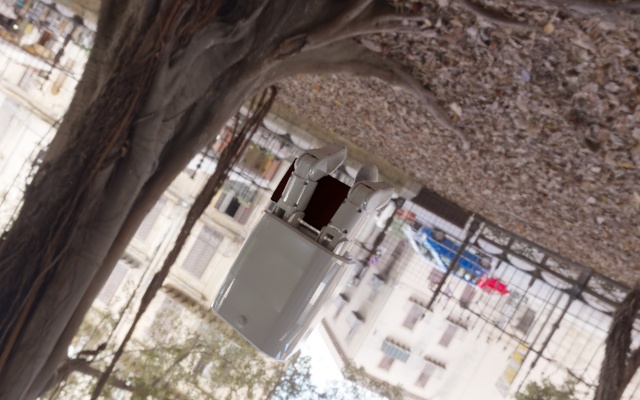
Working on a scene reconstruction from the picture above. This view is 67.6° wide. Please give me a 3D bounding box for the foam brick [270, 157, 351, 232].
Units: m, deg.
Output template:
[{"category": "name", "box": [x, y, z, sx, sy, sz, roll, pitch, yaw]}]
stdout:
[{"category": "foam brick", "box": [0.000, 0.001, 0.476, 0.078, 0.051, 0.053, 31, -3, 29]}]
